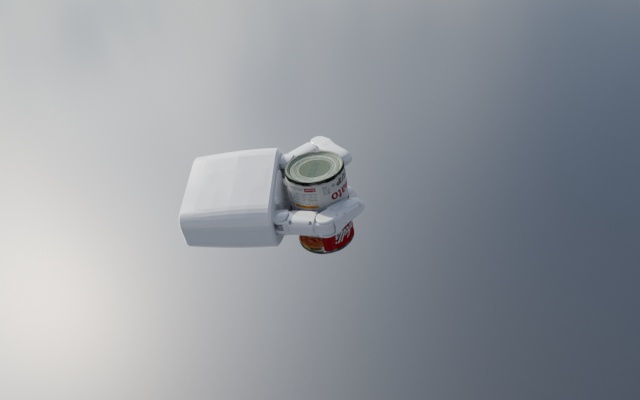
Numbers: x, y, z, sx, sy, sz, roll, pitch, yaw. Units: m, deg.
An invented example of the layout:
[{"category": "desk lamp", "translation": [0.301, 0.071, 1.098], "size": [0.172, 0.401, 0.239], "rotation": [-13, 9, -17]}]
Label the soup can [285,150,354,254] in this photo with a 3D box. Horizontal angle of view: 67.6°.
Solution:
[{"category": "soup can", "translation": [0.001, 0.002, 0.550], "size": [0.068, 0.102, 0.068], "rotation": [-7, 37, 5]}]
